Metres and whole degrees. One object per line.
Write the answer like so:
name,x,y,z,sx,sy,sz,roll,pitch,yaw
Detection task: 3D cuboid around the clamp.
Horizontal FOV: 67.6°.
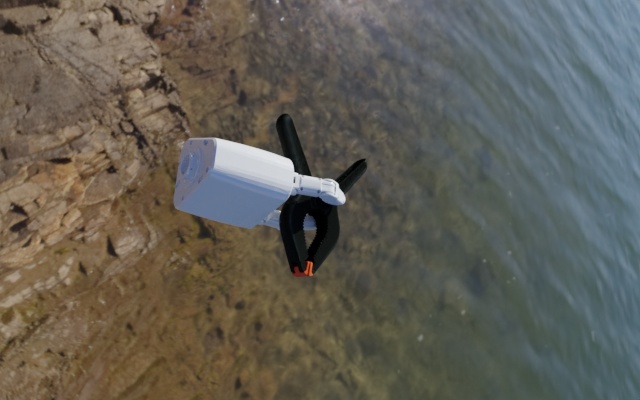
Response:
clamp,0.000,0.002,0.653,0.164,0.210,0.036,17,-20,-37
